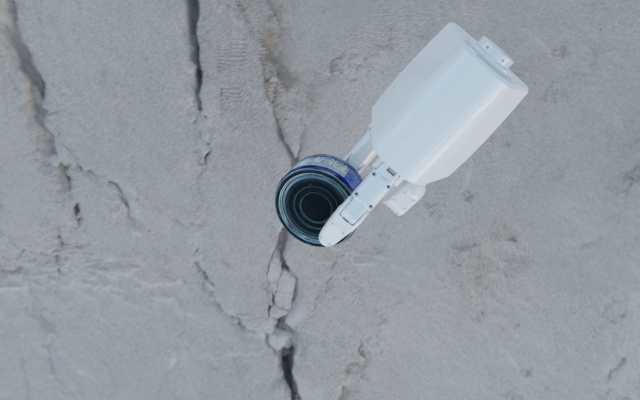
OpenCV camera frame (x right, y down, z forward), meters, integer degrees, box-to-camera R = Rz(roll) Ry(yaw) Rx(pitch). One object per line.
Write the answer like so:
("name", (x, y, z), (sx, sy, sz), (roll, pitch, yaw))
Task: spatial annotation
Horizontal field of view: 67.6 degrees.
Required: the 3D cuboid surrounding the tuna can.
("tuna can", (0.000, 0.002, 0.457), (0.086, 0.086, 0.033), (0, 25, 21))
